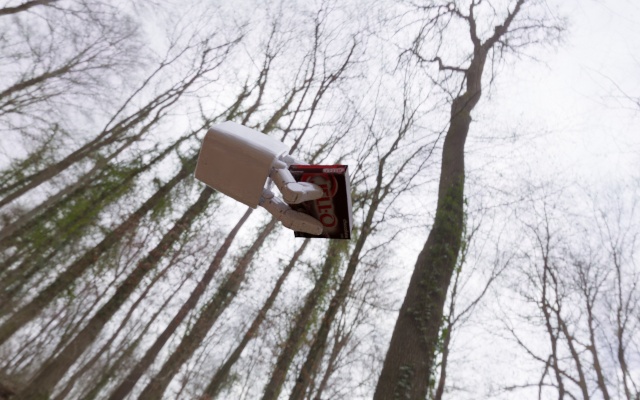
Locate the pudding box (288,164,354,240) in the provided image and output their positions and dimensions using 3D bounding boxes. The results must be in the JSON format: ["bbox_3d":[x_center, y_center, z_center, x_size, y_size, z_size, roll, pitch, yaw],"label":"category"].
[{"bbox_3d":[0.000,0.002,0.708,0.090,0.114,0.039,1,32,15],"label":"pudding box"}]
